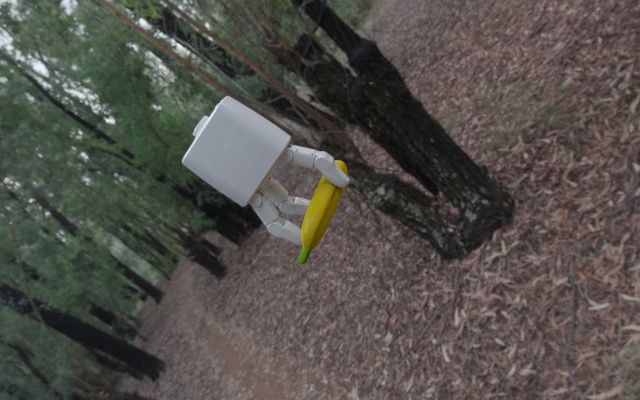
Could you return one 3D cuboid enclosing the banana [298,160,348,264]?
[{"bbox_3d":[0.007,-0.004,0.696,0.037,0.197,0.070,30,-39,-8],"label":"banana"}]
